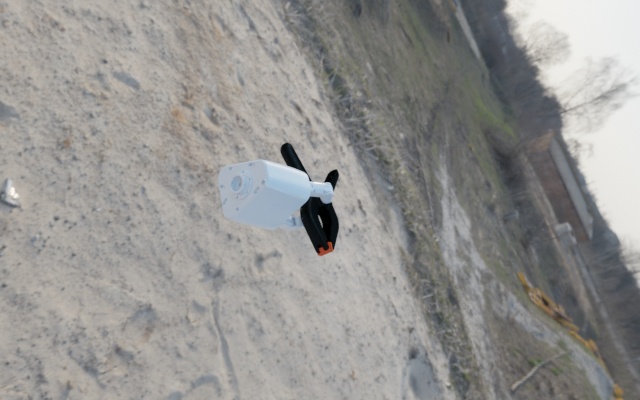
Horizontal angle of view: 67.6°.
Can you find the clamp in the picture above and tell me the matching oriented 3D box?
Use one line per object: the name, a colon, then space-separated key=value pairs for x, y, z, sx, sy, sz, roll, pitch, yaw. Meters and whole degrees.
clamp: x=0.001 y=0.003 z=0.899 sx=0.036 sy=0.210 sz=0.164 roll=-26 pitch=-24 yaw=31
